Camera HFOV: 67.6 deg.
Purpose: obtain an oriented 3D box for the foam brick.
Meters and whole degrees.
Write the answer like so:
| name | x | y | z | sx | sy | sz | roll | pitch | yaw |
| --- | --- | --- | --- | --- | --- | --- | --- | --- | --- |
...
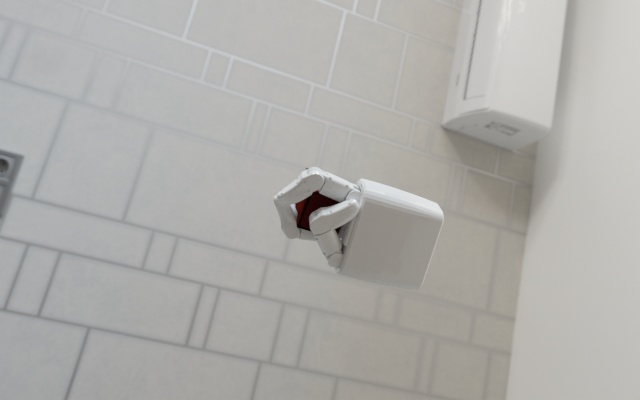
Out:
| name | x | y | z | sx | sy | sz | roll | pitch | yaw |
| --- | --- | --- | --- | --- | --- | --- | --- | --- | --- |
| foam brick | 0.000 | 0.002 | 0.603 | 0.051 | 0.053 | 0.078 | 15 | 24 | -12 |
